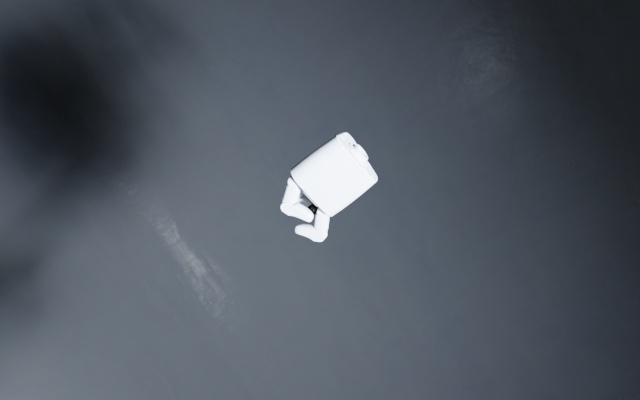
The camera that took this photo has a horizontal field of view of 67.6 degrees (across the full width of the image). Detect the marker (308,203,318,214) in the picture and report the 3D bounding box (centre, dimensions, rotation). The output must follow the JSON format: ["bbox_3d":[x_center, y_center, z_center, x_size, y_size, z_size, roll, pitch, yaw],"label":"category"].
[{"bbox_3d":[0.000,0.003,0.899,0.020,0.020,0.121,0,13,16],"label":"marker"}]
